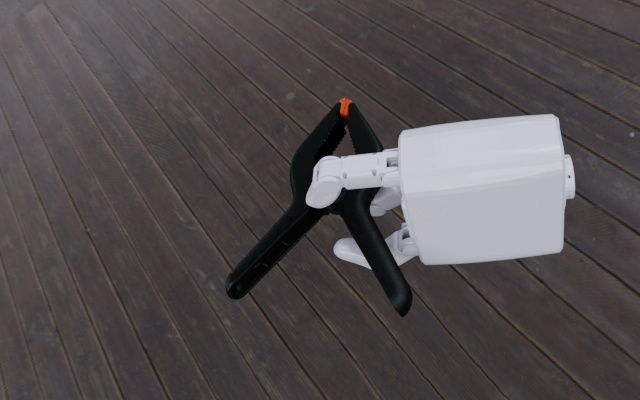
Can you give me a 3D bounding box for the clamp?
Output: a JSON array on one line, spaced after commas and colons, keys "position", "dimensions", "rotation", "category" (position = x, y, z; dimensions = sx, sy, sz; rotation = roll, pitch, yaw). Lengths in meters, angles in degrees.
[{"position": [0.000, 0.001, 0.431], "dimensions": [0.164, 0.210, 0.036], "rotation": [-6, -30, 20], "category": "clamp"}]
